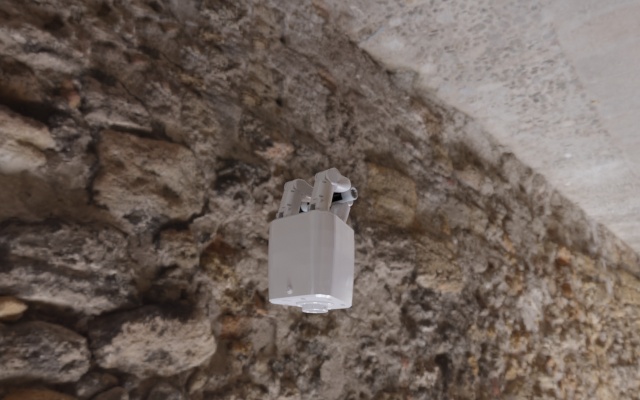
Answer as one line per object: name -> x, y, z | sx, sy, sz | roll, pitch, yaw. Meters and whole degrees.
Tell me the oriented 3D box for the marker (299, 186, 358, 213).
marker -> 0.000, 0.002, 0.695 | 0.121, 0.020, 0.020 | -15, -10, 37
